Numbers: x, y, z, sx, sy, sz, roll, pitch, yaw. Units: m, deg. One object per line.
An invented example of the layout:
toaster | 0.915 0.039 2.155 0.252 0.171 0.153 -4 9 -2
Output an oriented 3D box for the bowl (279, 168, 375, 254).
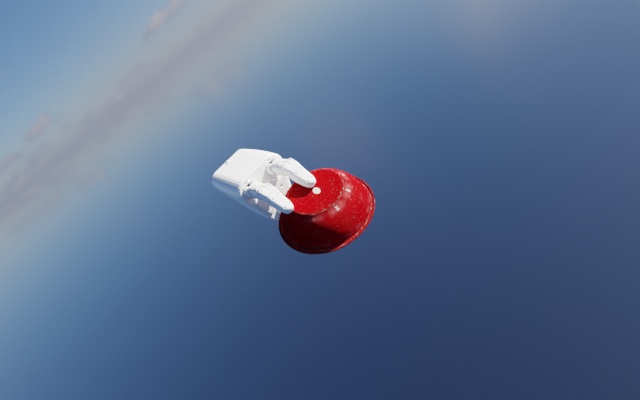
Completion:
bowl | 0.001 0.002 0.741 0.162 0.162 0.055 0 -39 24
